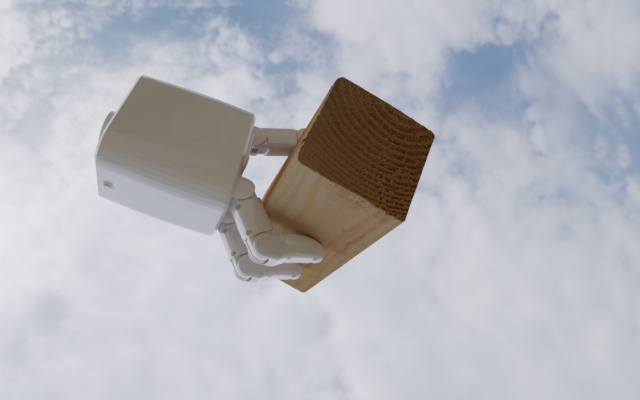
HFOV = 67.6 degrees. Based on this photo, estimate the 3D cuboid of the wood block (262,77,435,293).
[{"bbox_3d":[0.000,0.001,0.429,0.090,0.090,0.206,30,-31,-8],"label":"wood block"}]
